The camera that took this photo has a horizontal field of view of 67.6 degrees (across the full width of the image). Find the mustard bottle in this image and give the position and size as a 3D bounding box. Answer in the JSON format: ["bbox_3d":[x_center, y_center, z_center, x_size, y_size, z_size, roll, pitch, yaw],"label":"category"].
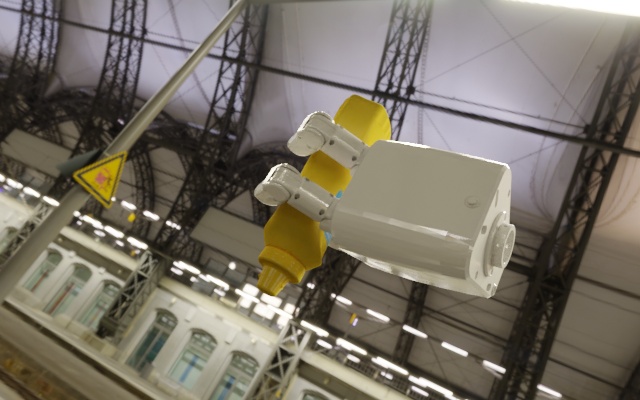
[{"bbox_3d":[0.000,0.001,0.435,0.058,0.191,0.096,26,-24,10],"label":"mustard bottle"}]
